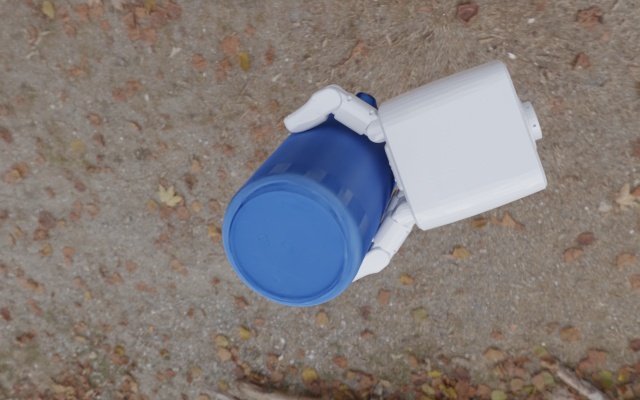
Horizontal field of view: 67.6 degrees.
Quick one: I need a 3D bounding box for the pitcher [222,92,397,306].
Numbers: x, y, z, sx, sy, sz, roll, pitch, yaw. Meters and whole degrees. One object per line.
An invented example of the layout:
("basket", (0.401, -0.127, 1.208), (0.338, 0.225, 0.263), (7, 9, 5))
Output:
("pitcher", (0.000, 0.001, 0.455), (0.145, 0.149, 0.242), (-20, 15, 20))
